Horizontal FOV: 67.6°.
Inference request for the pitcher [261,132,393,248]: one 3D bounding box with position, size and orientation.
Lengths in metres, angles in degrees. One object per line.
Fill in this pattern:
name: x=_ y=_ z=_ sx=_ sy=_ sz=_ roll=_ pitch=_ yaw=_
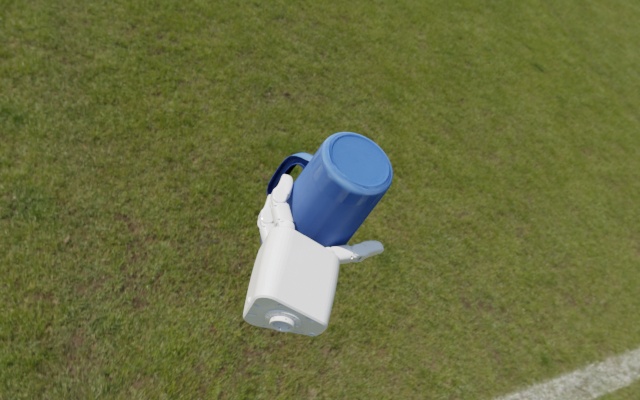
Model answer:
pitcher: x=0.000 y=0.003 z=0.727 sx=0.149 sy=0.145 sz=0.243 roll=21 pitch=-40 yaw=-12
